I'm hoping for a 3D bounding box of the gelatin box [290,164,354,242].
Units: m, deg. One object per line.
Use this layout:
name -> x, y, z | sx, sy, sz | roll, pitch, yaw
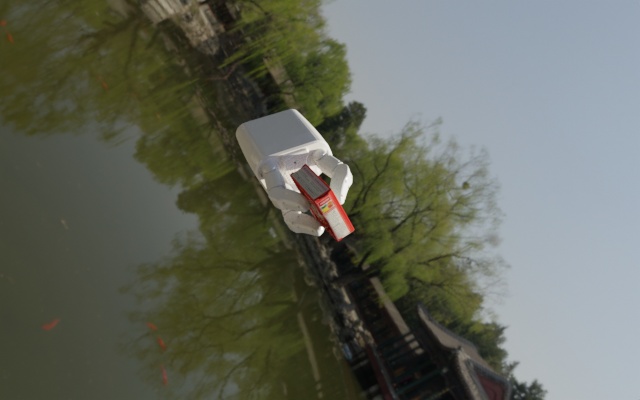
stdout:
gelatin box -> 0.001, 0.002, 0.620 | 0.030, 0.073, 0.089 | -34, 34, -7
